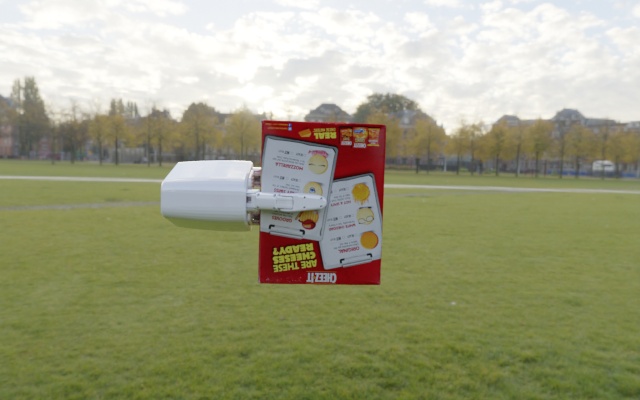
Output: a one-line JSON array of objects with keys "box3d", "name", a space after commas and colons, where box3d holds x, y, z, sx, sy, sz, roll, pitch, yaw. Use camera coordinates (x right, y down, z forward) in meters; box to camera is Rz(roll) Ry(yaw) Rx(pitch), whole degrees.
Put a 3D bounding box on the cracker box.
[{"box3d": [0.000, 0.002, 0.650, 0.164, 0.214, 0.072, 1, 4, -3], "name": "cracker box"}]
